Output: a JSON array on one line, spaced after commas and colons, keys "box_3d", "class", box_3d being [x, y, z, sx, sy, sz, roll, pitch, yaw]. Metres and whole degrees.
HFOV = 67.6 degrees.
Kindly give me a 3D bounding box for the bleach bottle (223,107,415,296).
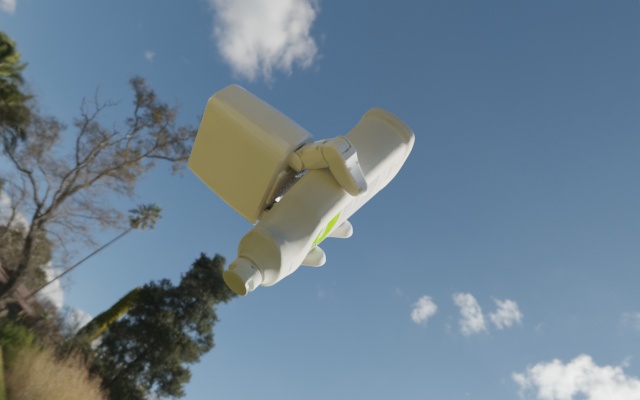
[{"box_3d": [0.000, 0.002, 0.487, 0.068, 0.103, 0.250, 37, 50, 13], "class": "bleach bottle"}]
